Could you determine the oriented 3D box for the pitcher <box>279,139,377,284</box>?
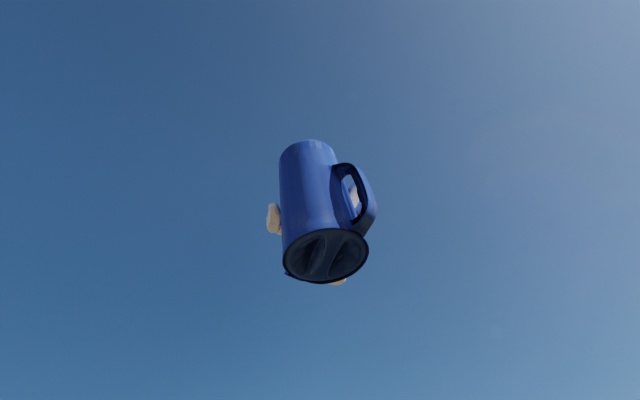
[{"bbox_3d":[0.000,0.003,0.799,0.149,0.145,0.242,-6,45,-5],"label":"pitcher"}]
